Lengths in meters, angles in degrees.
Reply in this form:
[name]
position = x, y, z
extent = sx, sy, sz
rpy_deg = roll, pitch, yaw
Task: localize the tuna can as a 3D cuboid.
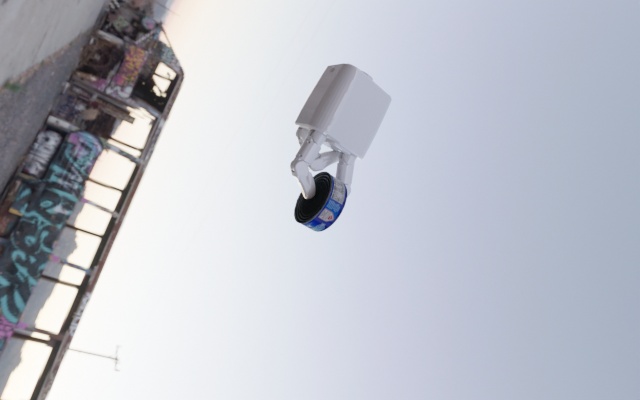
[tuna can]
position = 0.001, 0.003, 0.704
extent = 0.034, 0.086, 0.086
rpy_deg = 31, -16, -27
